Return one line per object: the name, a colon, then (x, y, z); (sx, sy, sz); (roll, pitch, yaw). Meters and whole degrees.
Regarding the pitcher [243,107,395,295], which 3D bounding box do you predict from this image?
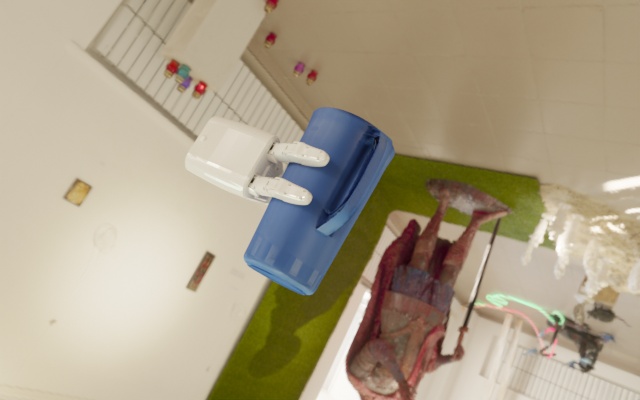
pitcher: (0.000, 0.002, 0.657); (0.145, 0.242, 0.149); (23, -15, 19)
